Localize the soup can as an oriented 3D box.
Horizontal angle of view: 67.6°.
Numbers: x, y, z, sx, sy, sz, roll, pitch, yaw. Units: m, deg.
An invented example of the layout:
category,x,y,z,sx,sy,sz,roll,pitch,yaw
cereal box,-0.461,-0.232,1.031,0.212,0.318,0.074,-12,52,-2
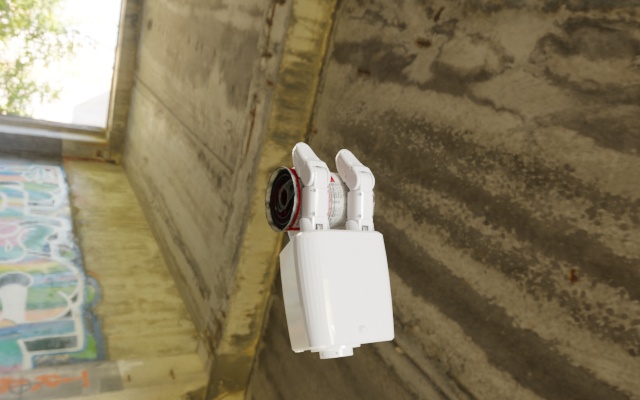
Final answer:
category,x,y,z,sx,sy,sz,roll,pitch,yaw
soup can,0.000,0.001,0.518,0.102,0.068,0.068,4,-2,-32
